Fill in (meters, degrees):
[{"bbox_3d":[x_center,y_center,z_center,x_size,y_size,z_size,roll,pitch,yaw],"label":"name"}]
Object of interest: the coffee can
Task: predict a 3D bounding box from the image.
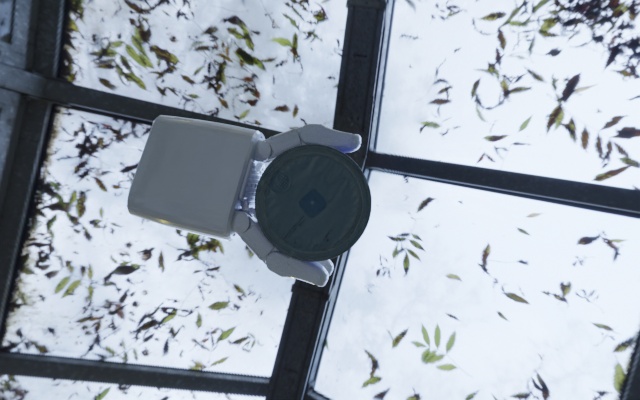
[{"bbox_3d":[0.000,0.002,0.482,0.103,0.103,0.140,0,1,6],"label":"coffee can"}]
